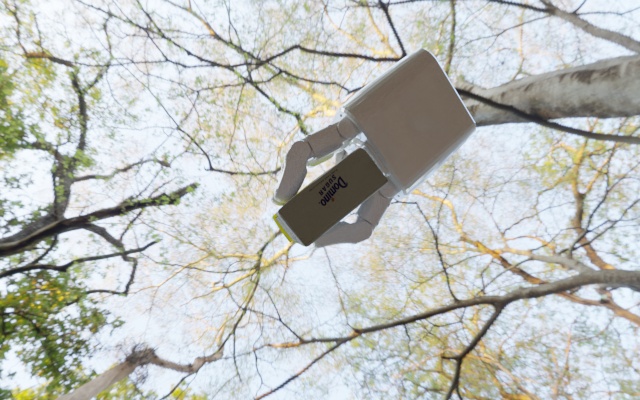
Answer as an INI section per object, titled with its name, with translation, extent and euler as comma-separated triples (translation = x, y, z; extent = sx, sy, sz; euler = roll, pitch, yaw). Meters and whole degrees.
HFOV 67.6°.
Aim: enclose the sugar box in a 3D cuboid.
[sugar box]
translation = 0.000, 0.001, 0.480
extent = 0.093, 0.048, 0.176
euler = -38, -1, -9
